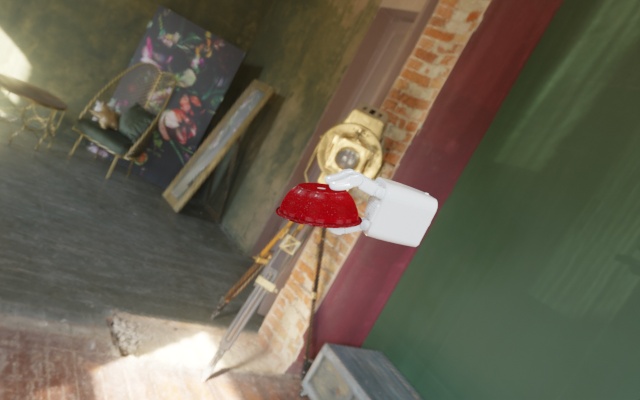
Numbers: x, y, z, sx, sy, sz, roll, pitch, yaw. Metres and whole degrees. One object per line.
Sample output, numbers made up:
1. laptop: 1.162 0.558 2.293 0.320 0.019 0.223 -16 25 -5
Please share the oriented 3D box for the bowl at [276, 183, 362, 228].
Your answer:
1. bowl: -0.001 0.002 0.876 0.162 0.055 0.162 6 12 -1
